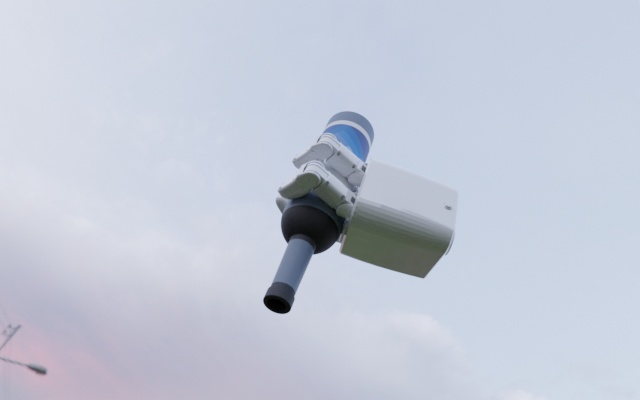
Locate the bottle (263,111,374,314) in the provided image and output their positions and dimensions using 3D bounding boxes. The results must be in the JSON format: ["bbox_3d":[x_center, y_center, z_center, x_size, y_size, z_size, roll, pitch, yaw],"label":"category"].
[{"bbox_3d":[0.000,0.002,0.542,0.069,0.069,0.295,0,40,21],"label":"bottle"}]
